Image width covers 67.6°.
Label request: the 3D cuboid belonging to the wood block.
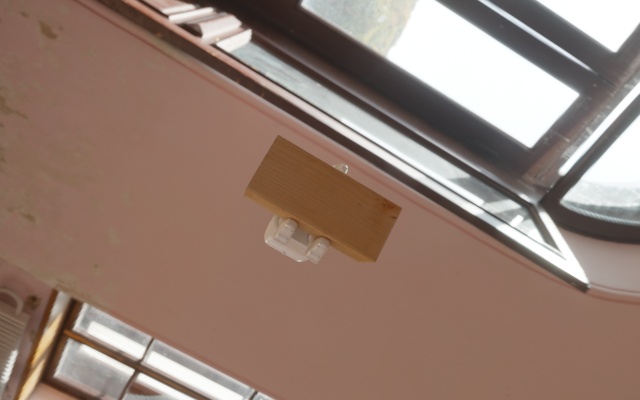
[{"bbox_3d":[0.000,0.002,0.705,0.206,0.091,0.090,30,-12,-7],"label":"wood block"}]
